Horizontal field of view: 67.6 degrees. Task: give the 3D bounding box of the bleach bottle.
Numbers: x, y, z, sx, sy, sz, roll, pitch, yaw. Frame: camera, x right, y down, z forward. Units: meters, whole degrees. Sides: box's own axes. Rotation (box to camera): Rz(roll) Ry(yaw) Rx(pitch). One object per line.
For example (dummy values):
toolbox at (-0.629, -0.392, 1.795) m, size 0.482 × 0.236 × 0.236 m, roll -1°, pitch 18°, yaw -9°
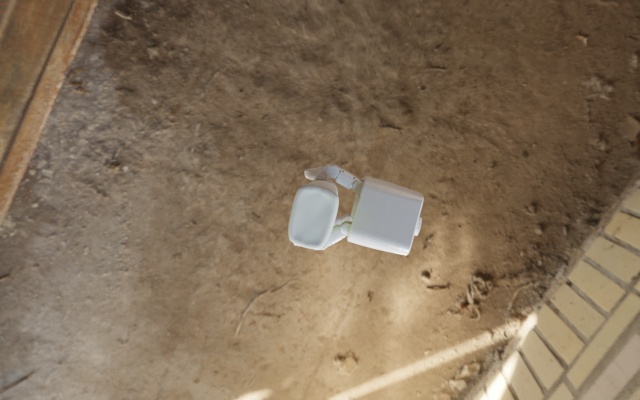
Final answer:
bleach bottle at (0.000, 0.003, 0.836) m, size 0.068 × 0.102 × 0.250 m, roll 16°, pitch 13°, yaw 3°
